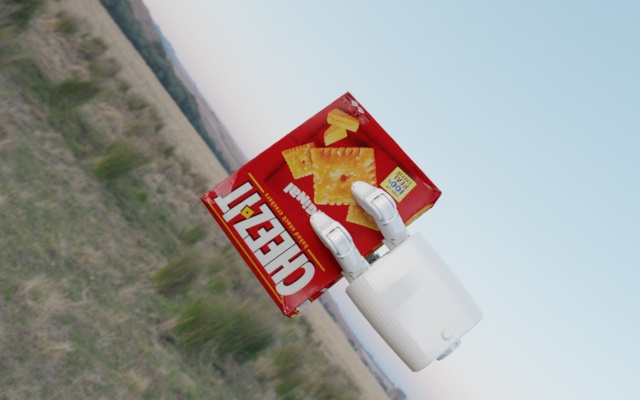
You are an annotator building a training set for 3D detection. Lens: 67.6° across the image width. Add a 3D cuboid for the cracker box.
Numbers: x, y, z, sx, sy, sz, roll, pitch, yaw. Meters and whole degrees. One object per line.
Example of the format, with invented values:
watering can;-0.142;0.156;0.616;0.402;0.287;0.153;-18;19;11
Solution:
cracker box;0.000;0.002;0.542;0.213;0.164;0.072;-37;-14;-8
